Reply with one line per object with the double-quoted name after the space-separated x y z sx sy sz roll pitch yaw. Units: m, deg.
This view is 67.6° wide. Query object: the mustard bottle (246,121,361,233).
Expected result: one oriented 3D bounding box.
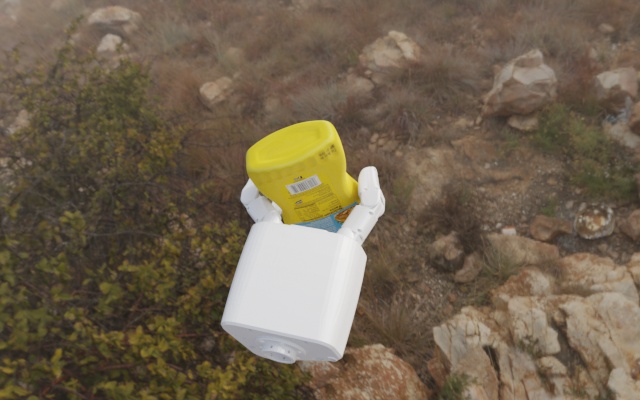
0.000 0.001 0.532 0.096 0.058 0.192 -21 -42 9 "mustard bottle"
